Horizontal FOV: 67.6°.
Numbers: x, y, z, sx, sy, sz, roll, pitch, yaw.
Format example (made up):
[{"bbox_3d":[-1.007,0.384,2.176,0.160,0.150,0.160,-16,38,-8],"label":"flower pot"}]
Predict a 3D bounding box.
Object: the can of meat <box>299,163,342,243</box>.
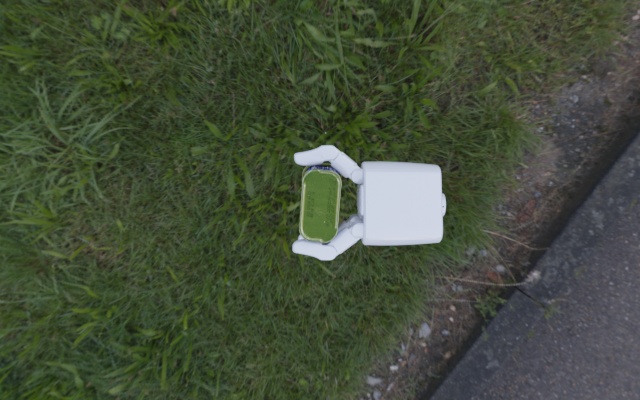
[{"bbox_3d":[0.000,0.002,0.657,0.057,0.102,0.084,4,8,0],"label":"can of meat"}]
